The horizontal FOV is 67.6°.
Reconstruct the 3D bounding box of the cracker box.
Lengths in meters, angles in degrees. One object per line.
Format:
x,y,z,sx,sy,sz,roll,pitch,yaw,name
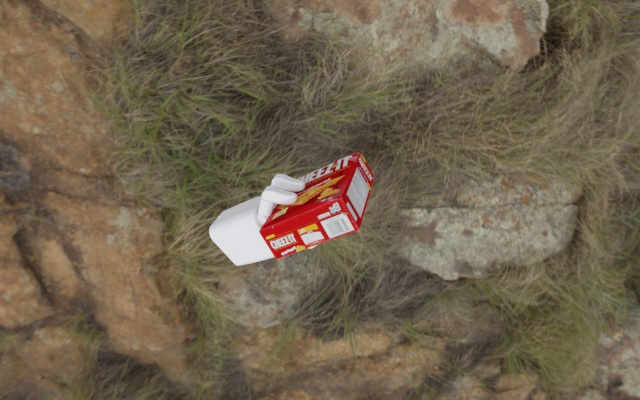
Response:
0.000,0.003,0.870,0.164,0.072,0.213,-22,19,22,cracker box
